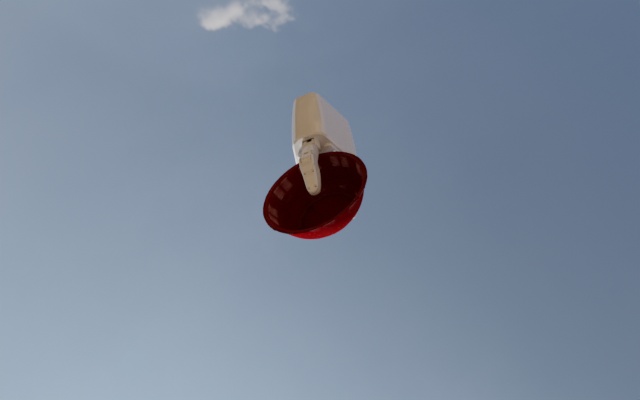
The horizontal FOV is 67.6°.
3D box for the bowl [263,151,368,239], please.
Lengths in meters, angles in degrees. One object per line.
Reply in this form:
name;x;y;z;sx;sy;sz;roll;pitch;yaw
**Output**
bowl;0.000;0.004;0.690;0.162;0.162;0.055;0;-43;34
